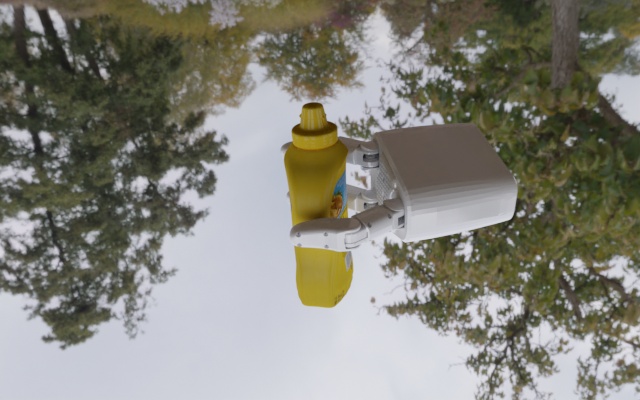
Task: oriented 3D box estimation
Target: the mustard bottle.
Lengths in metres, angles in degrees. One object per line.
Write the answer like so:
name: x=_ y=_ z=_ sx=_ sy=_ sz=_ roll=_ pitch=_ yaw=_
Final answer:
mustard bottle: x=0.000 y=0.002 z=0.455 sx=0.058 sy=0.192 sz=0.096 roll=3 pitch=30 yaw=12
